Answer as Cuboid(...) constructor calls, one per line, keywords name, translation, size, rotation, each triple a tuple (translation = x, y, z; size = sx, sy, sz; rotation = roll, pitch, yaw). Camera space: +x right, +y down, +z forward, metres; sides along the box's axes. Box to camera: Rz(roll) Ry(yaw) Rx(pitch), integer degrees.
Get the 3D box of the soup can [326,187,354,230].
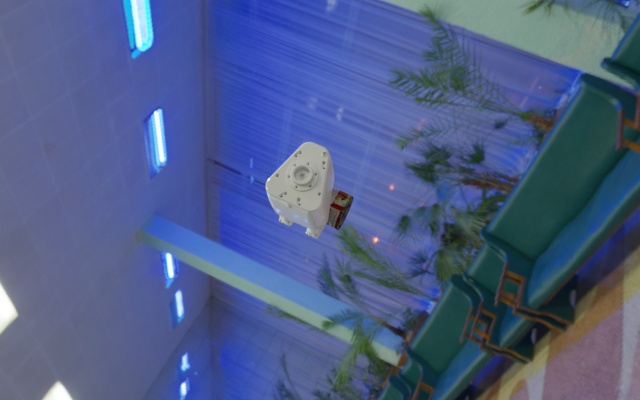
Cuboid(name="soup can", translation=(0.000, 0.003, 0.867), size=(0.102, 0.068, 0.068), rotation=(24, 4, 9))
